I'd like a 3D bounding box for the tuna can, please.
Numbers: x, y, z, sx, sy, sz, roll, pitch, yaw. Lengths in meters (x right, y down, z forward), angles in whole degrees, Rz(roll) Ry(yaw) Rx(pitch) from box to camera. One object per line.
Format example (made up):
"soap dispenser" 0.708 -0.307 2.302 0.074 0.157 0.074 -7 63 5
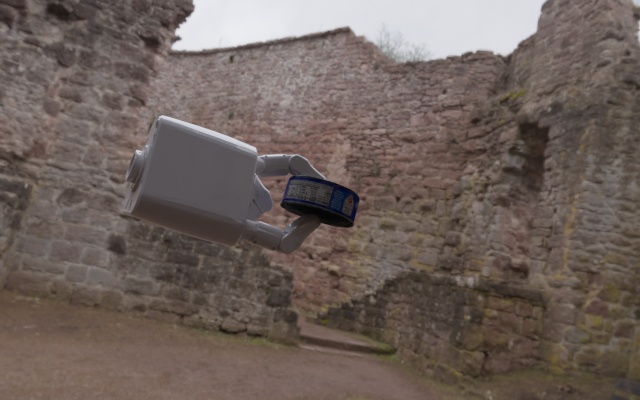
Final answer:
"tuna can" 0.000 0.001 0.539 0.086 0.033 0.086 16 -12 3
